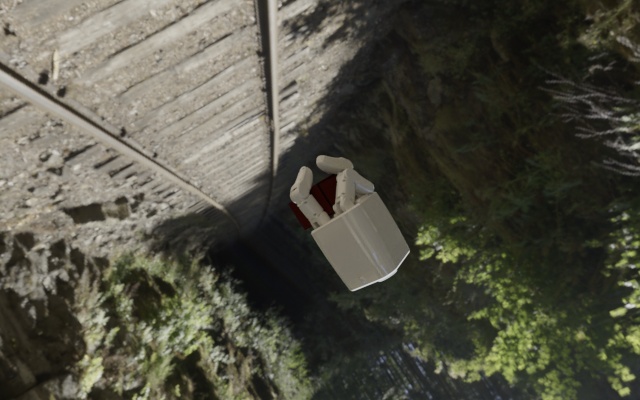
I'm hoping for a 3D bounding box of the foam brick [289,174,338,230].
[{"bbox_3d":[0.000,0.002,0.731,0.053,0.051,0.078,-32,-1,-45],"label":"foam brick"}]
